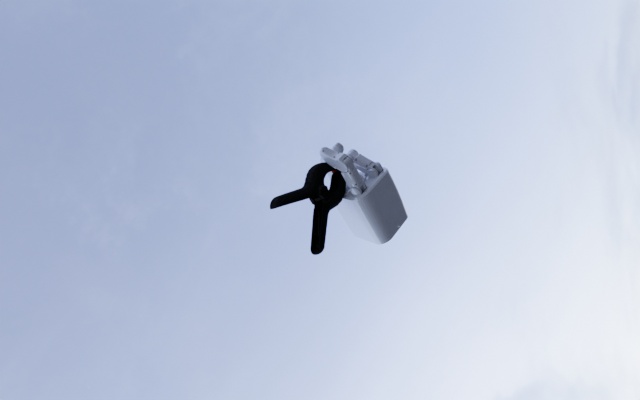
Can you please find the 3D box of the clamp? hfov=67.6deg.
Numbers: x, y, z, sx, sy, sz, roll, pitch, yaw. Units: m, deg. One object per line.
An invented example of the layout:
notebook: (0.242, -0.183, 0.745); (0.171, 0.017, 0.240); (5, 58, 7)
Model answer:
clamp: (0.000, 0.002, 0.792); (0.039, 0.120, 0.171); (-3, 34, 48)
